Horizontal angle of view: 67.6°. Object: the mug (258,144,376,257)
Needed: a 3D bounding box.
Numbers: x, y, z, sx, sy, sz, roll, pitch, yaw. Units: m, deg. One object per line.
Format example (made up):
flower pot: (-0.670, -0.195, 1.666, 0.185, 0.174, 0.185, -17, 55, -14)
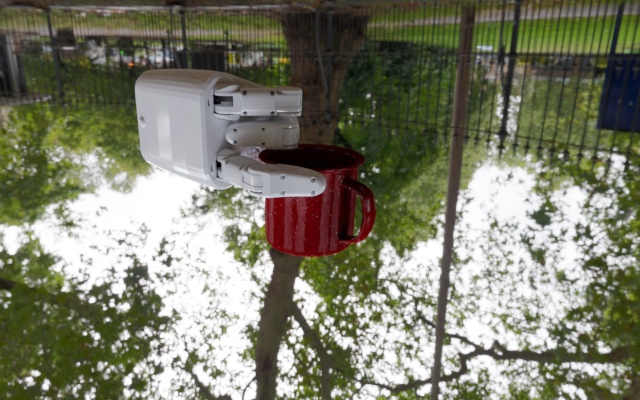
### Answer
mug: (0.001, 0.002, 0.422, 0.117, 0.081, 0.093, 18, 25, 38)
